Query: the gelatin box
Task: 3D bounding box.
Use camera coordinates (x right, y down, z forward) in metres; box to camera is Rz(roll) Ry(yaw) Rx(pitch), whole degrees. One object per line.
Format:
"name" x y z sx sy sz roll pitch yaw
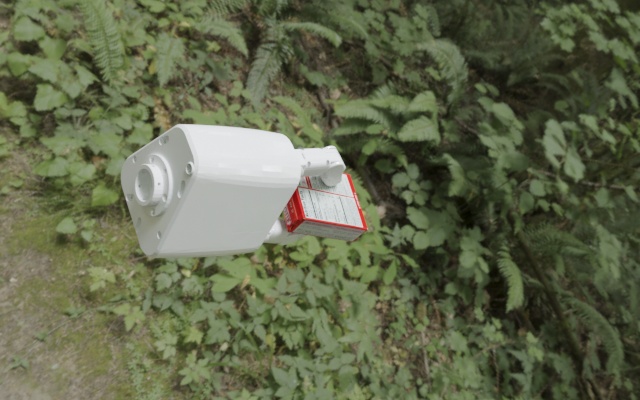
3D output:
"gelatin box" 0.001 0.001 0.497 0.089 0.073 0.030 11 -40 -37
